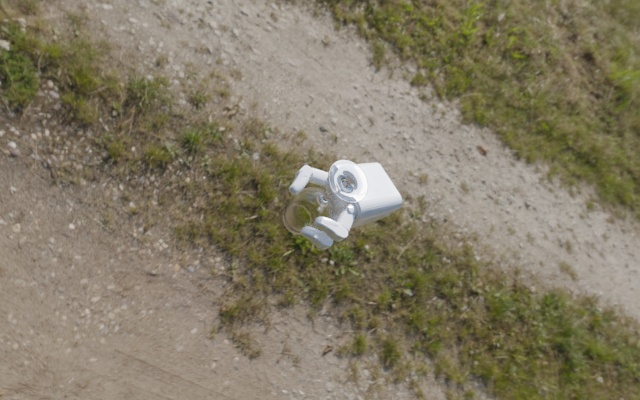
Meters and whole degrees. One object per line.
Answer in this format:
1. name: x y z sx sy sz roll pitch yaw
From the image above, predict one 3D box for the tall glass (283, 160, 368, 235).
1. tall glass: 0.000 0.002 0.840 0.079 0.079 0.201 0 -20 -29
